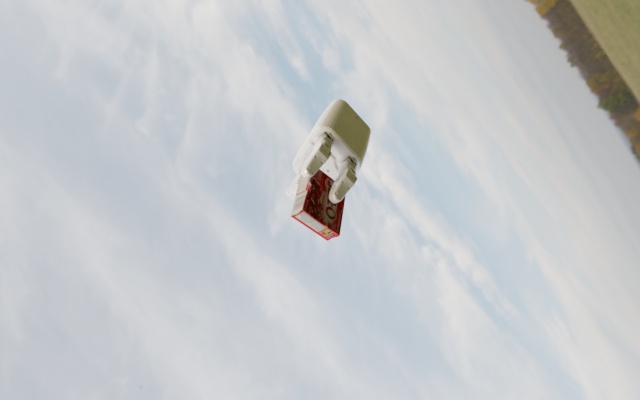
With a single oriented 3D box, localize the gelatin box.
[{"bbox_3d":[0.000,0.003,0.694,0.073,0.089,0.030,36,-44,-28],"label":"gelatin box"}]
